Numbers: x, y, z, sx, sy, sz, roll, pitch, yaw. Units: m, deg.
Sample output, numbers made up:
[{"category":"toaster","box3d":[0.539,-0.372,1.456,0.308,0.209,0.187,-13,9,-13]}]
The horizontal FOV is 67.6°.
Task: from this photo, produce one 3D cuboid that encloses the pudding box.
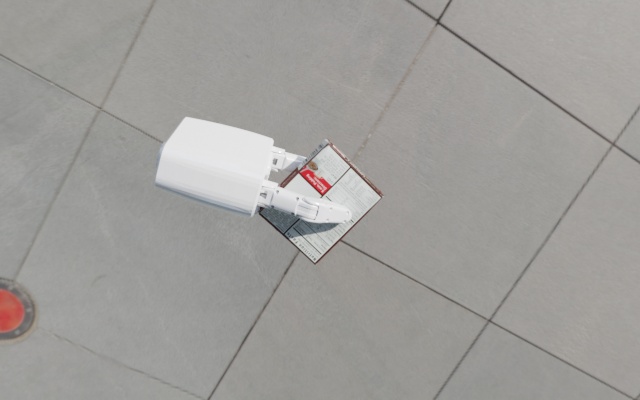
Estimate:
[{"category":"pudding box","box3d":[0.000,0.002,0.536,0.090,0.113,0.039,44,8,-11]}]
